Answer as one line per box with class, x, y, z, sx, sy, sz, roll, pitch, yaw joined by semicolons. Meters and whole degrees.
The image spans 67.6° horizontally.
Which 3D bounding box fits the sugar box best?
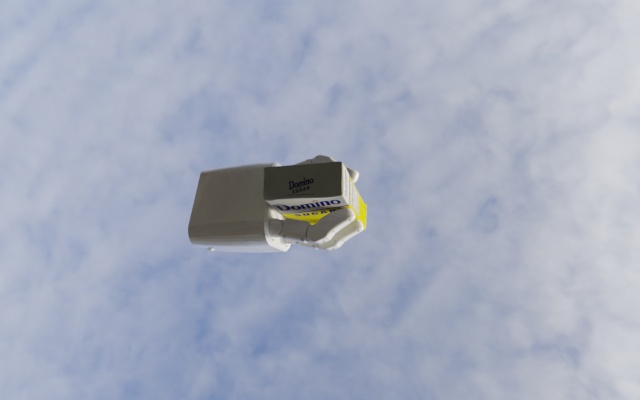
sugar box;0.000;0.003;0.600;0.093;0.048;0.176;-3;-14;14
